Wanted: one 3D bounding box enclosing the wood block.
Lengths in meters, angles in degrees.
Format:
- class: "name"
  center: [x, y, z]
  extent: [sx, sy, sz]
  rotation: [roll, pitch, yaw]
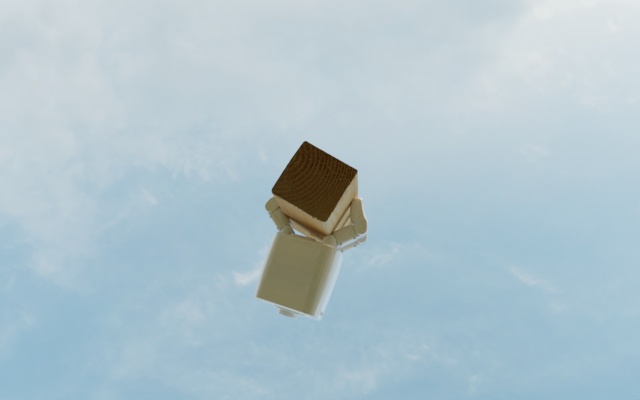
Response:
- class: "wood block"
  center: [0.000, 0.003, 0.741]
  extent: [0.091, 0.090, 0.206]
  rotation: [30, -12, 12]
